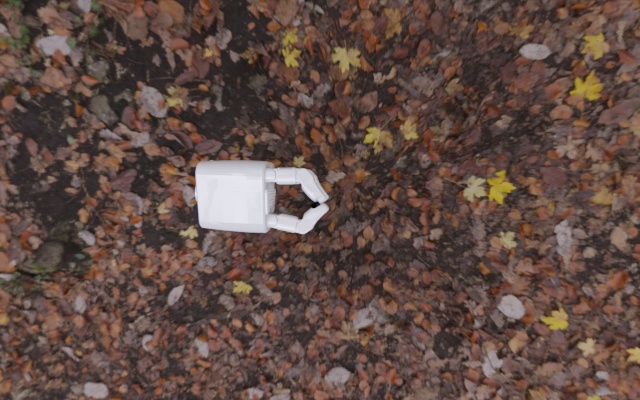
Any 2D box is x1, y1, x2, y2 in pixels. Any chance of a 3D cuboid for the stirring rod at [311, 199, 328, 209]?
[{"bbox_3d":[0.000,0.003,0.775,0.011,0.011,0.239,0,2,4],"label":"stirring rod"}]
